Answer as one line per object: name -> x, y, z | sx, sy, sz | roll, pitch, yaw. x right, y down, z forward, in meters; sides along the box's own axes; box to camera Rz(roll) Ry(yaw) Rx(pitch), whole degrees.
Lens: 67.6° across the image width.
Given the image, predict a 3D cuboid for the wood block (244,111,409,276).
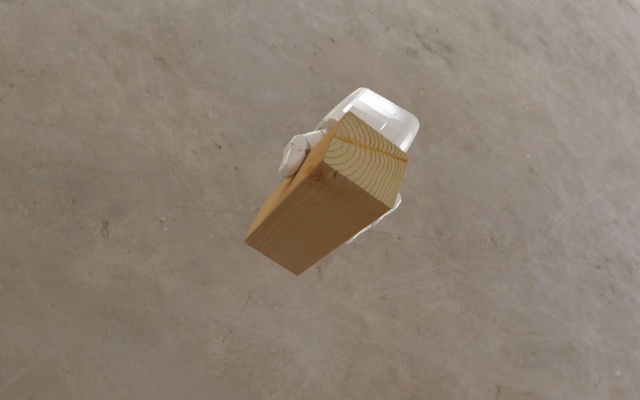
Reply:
wood block -> 0.000, 0.001, 0.577 | 0.091, 0.090, 0.206 | 35, -41, -11
